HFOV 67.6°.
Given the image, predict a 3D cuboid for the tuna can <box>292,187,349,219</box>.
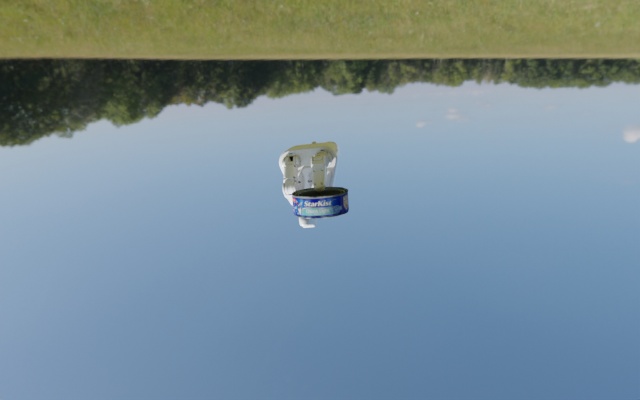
[{"bbox_3d":[0.000,0.003,0.723,0.086,0.034,0.086,-4,10,1],"label":"tuna can"}]
